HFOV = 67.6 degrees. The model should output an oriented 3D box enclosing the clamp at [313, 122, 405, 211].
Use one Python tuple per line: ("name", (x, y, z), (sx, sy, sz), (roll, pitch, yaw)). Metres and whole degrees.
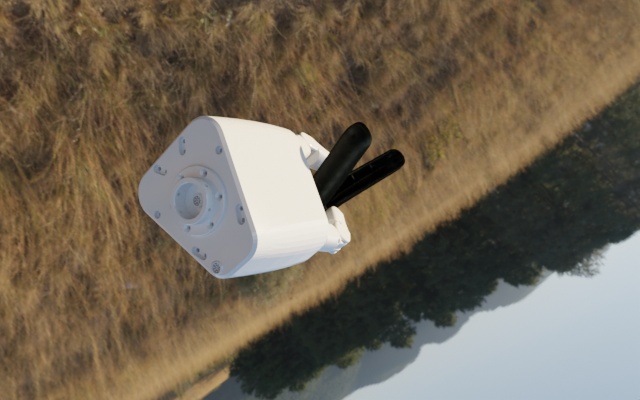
("clamp", (0.000, 0.003, 0.513), (0.210, 0.036, 0.164), (-42, -18, 21))
